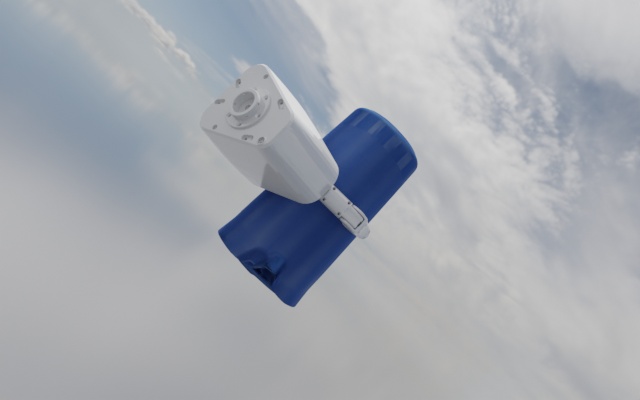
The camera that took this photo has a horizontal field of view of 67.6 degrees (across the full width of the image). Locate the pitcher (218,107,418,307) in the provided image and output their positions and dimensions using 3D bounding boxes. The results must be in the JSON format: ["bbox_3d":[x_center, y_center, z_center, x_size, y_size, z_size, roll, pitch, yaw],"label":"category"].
[{"bbox_3d":[0.000,0.002,0.605,0.149,0.243,0.145,43,-4,37],"label":"pitcher"}]
